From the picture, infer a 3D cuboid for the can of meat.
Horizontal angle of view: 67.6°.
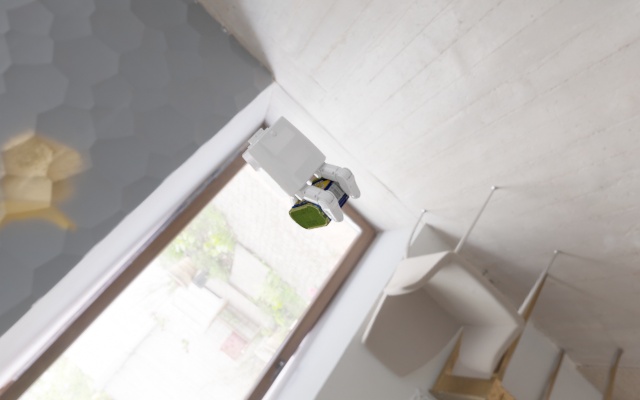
[{"bbox_3d":[0.000,0.003,0.842,0.084,0.057,0.102,-51,17,-28],"label":"can of meat"}]
